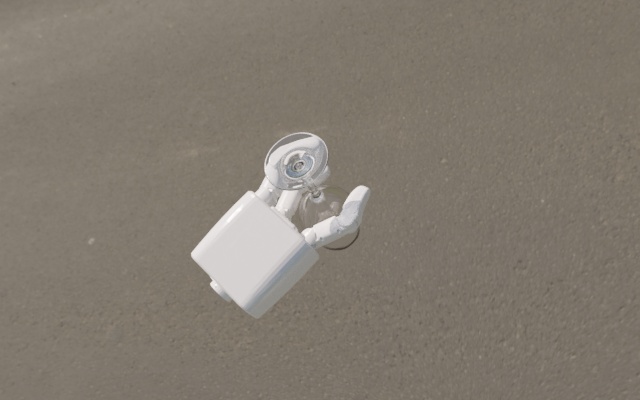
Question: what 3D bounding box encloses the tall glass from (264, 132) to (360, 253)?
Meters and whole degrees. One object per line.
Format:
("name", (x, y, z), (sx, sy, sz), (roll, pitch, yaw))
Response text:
("tall glass", (0.000, 0.002, 0.604), (0.079, 0.079, 0.201), (0, -27, 18))
